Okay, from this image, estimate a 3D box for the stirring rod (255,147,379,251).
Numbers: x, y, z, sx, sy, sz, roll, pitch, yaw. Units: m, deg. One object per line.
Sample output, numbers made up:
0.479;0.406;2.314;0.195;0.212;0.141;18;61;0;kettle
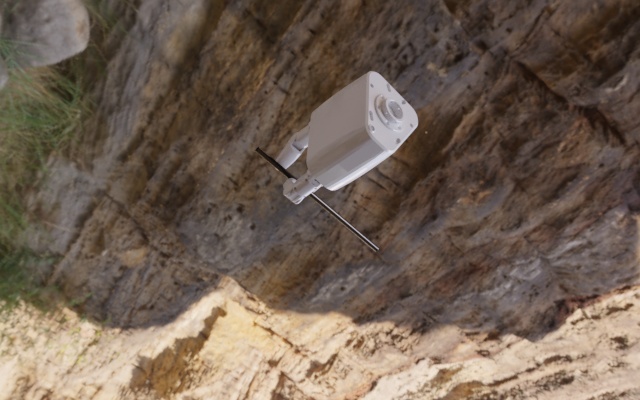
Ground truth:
0.000;0.002;0.691;0.239;0.011;0.011;40;-16;-20;stirring rod
